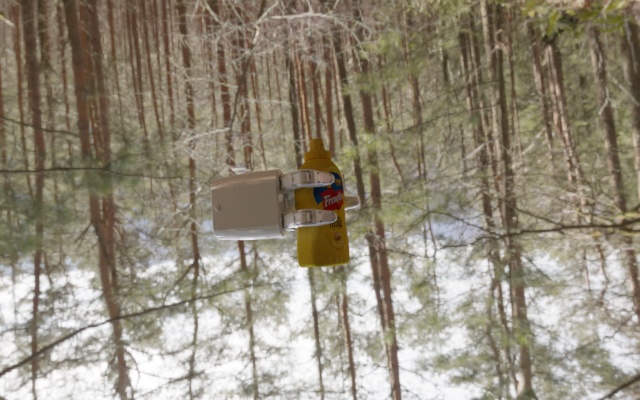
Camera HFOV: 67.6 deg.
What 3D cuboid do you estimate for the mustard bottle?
[{"bbox_3d":[0.000,0.003,0.717,0.058,0.191,0.096,-9,-7,37],"label":"mustard bottle"}]
